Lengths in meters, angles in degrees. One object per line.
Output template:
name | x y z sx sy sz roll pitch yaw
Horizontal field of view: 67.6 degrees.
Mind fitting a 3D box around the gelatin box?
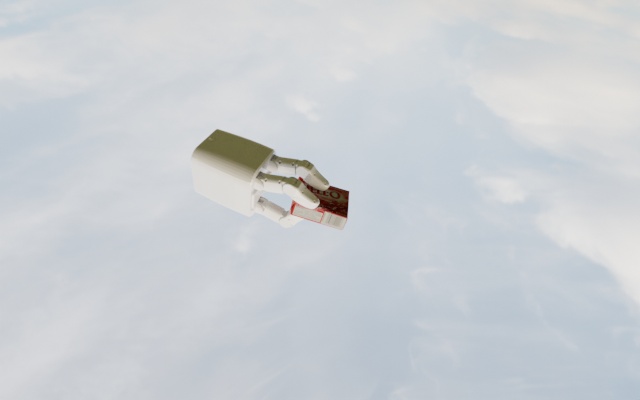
gelatin box | 0.000 0.003 0.761 0.089 0.030 0.073 17 36 -7
